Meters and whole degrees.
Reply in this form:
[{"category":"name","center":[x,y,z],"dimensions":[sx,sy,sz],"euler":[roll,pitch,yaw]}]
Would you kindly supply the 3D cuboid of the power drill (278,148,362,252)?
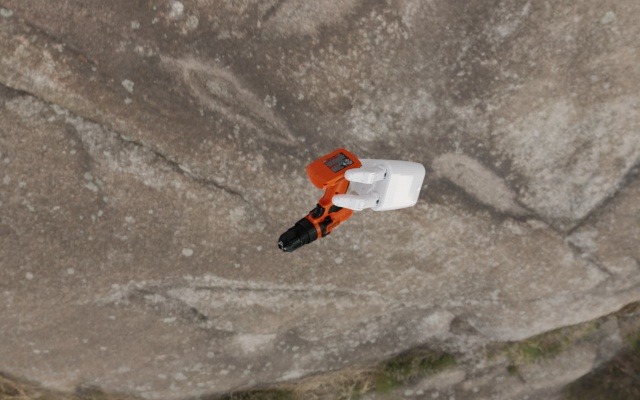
[{"category":"power drill","center":[0.000,0.003,0.898],"dimensions":[0.184,0.188,0.057],"euler":[-32,62,-33]}]
